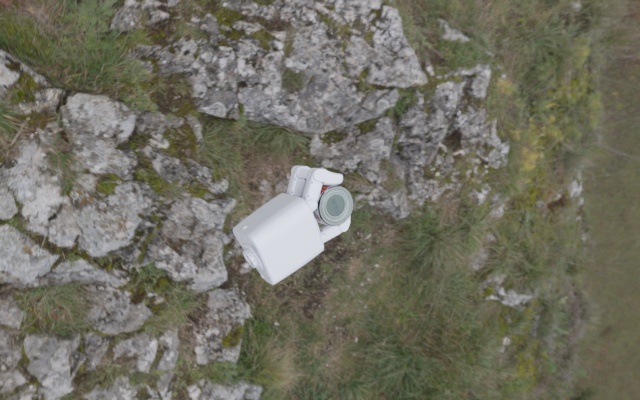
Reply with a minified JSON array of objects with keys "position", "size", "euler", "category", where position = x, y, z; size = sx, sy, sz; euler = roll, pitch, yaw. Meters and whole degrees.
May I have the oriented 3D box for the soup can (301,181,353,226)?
[{"position":[0.001,0.003,0.810],"size":[0.068,0.068,0.102],"euler":[0,7,-31],"category":"soup can"}]
